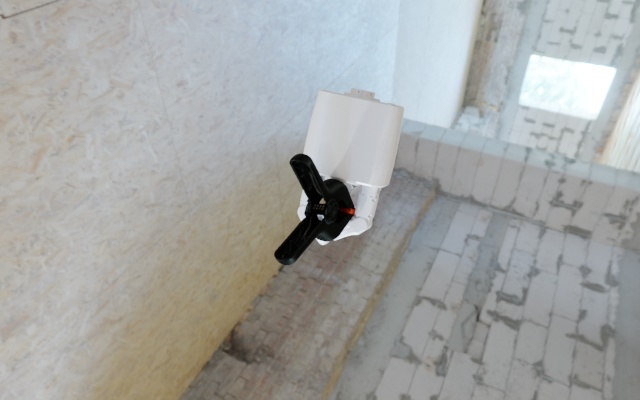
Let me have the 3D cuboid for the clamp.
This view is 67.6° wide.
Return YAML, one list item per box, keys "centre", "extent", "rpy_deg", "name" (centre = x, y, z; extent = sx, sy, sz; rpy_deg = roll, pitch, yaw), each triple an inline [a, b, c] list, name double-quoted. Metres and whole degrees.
- centre: [0.001, 0.002, 0.571]
  extent: [0.039, 0.120, 0.171]
  rpy_deg: [17, 14, 21]
  name: "clamp"
